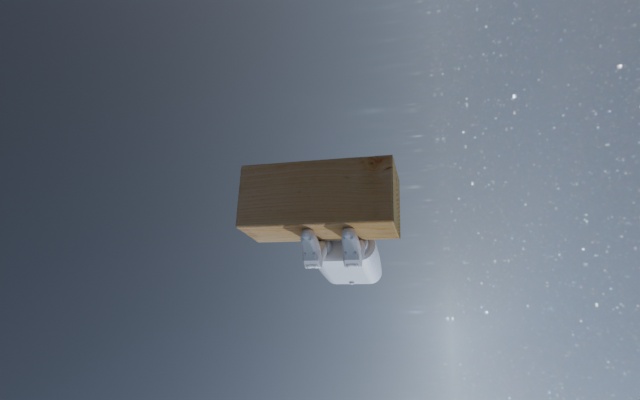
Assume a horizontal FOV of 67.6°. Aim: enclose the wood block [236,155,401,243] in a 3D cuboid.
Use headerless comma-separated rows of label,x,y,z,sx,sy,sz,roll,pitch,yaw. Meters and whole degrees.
wood block,0.000,0.002,0.650,0.206,0.090,0.090,-3,-20,14
